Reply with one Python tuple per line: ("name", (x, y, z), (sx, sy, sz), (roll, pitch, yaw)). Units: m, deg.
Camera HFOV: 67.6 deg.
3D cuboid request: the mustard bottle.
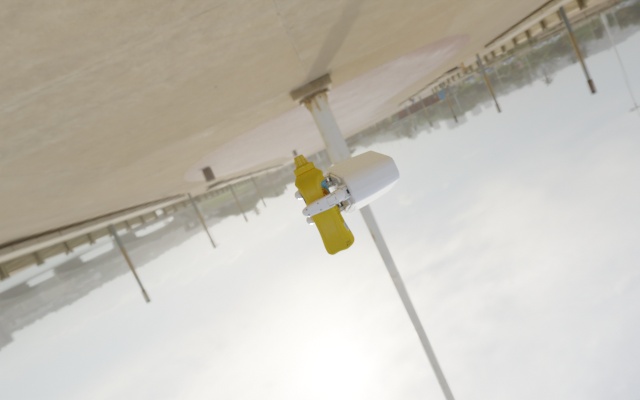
("mustard bottle", (0.000, 0.003, 0.896), (0.058, 0.191, 0.096), (-25, 5, 11))
